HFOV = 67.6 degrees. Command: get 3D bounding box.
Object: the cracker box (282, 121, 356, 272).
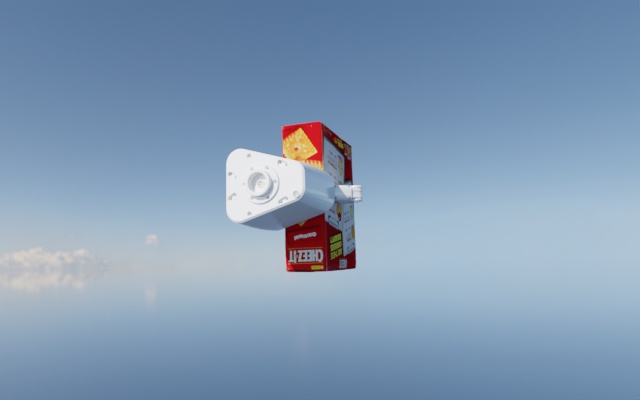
[{"bbox_3d":[0.000,0.002,0.748,0.072,0.213,0.164,-4,-8,19],"label":"cracker box"}]
